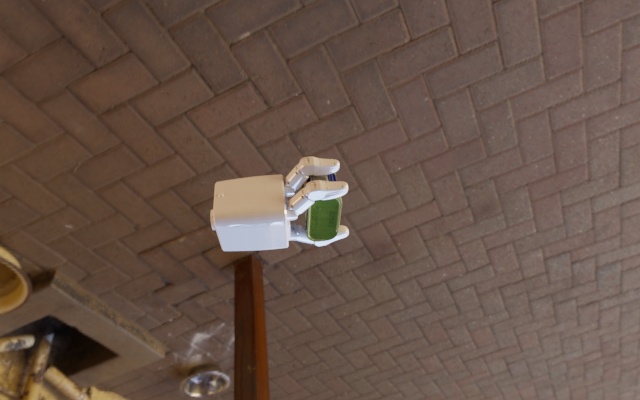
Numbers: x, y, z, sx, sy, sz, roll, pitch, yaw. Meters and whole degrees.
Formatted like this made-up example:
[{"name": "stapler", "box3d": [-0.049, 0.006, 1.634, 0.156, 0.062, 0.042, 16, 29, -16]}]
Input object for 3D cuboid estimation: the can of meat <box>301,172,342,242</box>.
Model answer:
[{"name": "can of meat", "box3d": [0.000, 0.003, 0.757, 0.057, 0.102, 0.083, -2, 41, -7]}]
